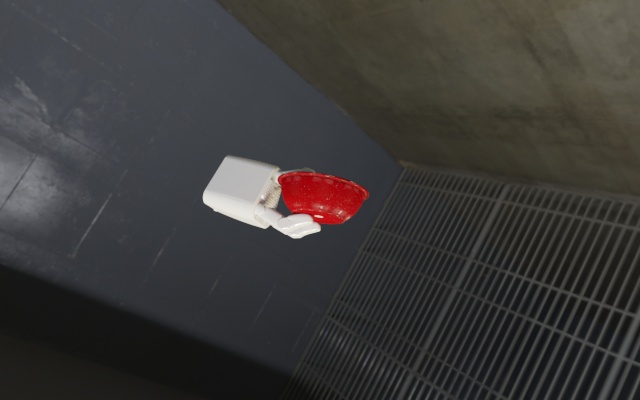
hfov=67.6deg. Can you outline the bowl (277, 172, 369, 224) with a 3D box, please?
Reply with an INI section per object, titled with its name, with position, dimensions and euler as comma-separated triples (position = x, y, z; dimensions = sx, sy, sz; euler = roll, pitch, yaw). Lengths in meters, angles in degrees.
[bowl]
position = 0.001, 0.003, 0.820
dimensions = 0.162, 0.055, 0.162
euler = 9, -15, 2
